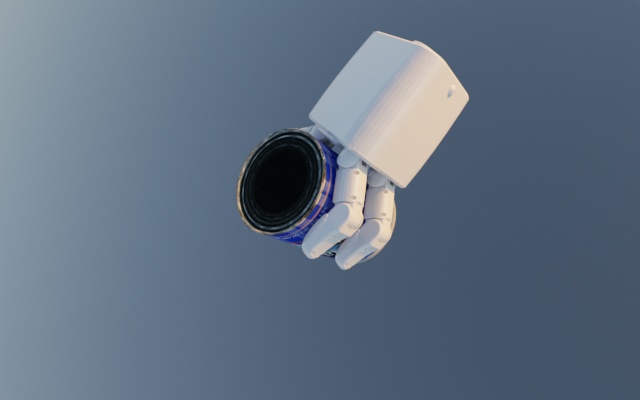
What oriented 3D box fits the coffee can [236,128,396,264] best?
[{"bbox_3d":[0.000,0.002,0.485,0.103,0.102,0.140,0,-16,35],"label":"coffee can"}]
